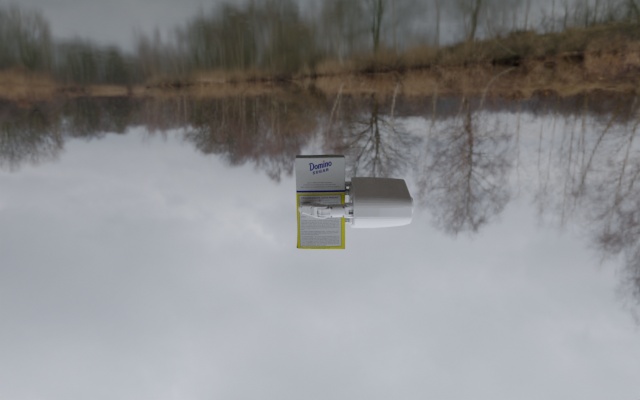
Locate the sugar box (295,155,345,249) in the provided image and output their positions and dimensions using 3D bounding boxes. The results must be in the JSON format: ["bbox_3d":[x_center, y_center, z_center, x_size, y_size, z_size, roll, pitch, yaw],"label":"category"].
[{"bbox_3d":[0.000,0.003,0.897,0.093,0.176,0.048,0,11,-1],"label":"sugar box"}]
